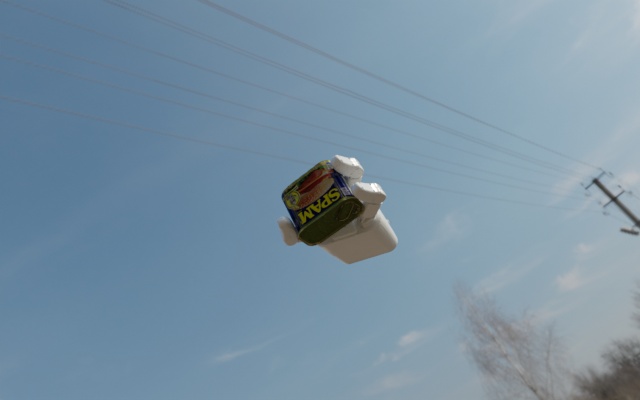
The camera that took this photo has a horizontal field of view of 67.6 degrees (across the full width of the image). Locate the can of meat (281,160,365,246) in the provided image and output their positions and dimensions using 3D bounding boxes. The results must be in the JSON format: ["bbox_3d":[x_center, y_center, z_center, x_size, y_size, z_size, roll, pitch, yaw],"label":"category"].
[{"bbox_3d":[0.000,0.002,0.702,0.102,0.084,0.057,-36,-36,10],"label":"can of meat"}]
